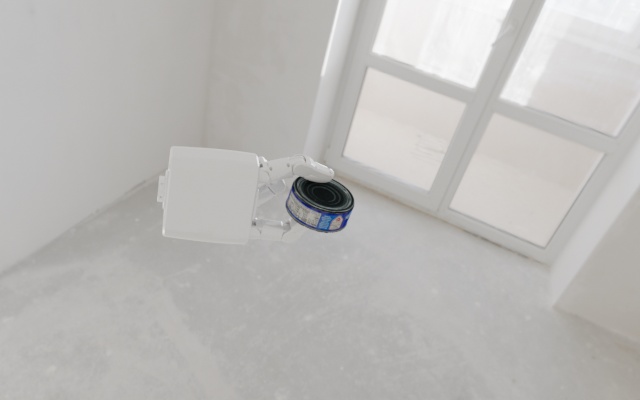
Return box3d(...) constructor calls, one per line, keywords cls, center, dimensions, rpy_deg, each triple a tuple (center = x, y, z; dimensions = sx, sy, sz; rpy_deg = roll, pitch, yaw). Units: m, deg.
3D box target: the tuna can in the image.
box3d(cls="tuna can", center=(0.000, 0.002, 0.618), dimensions=(0.086, 0.034, 0.086), rpy_deg=(15, 32, -10))
